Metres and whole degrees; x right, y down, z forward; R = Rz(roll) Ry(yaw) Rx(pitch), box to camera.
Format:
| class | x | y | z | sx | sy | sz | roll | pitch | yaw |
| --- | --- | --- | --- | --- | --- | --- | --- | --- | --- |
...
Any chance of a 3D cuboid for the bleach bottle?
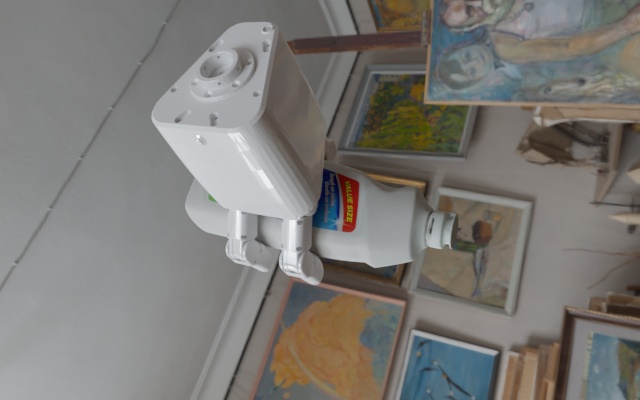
| class | x | y | z | sx | sy | sz | roll | pitch | yaw |
| --- | --- | --- | --- | --- | --- | --- | --- | --- | --- |
| bleach bottle | 0.000 | 0.002 | 0.444 | 0.251 | 0.102 | 0.068 | 9 | -29 | 26 |
